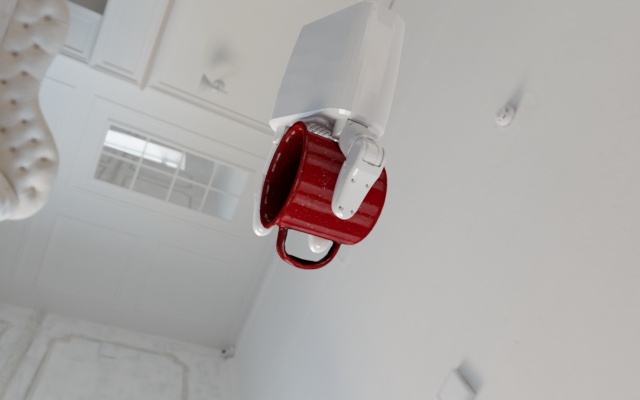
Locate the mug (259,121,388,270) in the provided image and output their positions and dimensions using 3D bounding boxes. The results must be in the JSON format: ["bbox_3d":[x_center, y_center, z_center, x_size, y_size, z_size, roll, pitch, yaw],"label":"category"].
[{"bbox_3d":[0.000,0.003,0.405,0.081,0.117,0.093,18,-11,-21],"label":"mug"}]
